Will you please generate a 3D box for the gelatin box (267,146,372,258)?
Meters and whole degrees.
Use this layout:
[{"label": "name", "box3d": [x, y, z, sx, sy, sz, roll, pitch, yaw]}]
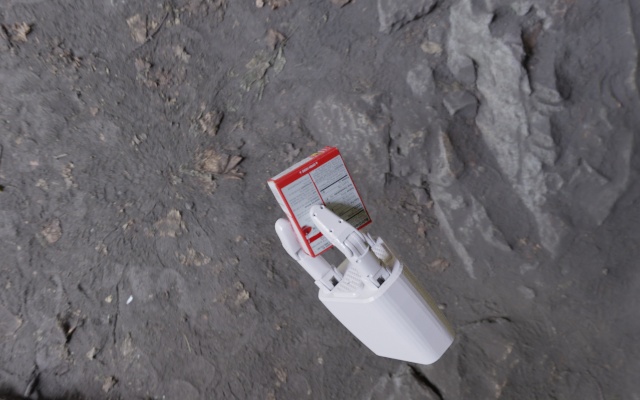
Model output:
[{"label": "gelatin box", "box3d": [0.000, 0.001, 0.476, 0.073, 0.089, 0.030, -31, 18, -16]}]
